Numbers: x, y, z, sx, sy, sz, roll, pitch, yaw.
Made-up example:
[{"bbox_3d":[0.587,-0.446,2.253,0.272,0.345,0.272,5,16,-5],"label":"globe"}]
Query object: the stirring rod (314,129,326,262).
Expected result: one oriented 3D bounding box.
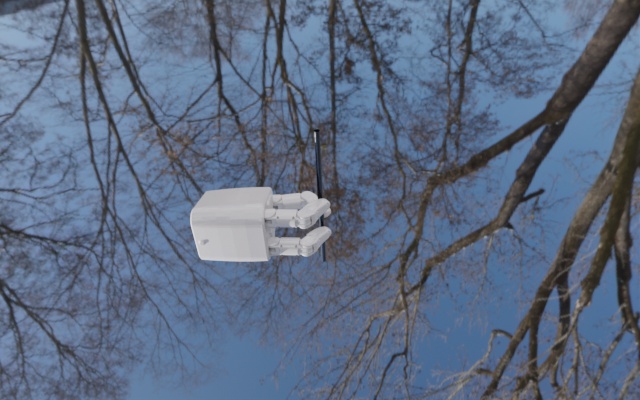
[{"bbox_3d":[0.000,0.002,0.711,0.011,0.240,0.011,-2,37,1],"label":"stirring rod"}]
